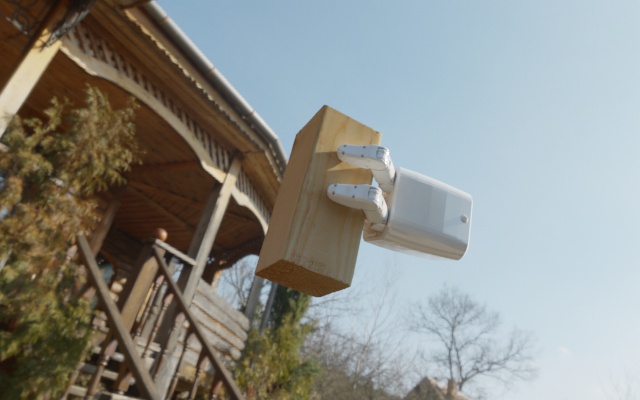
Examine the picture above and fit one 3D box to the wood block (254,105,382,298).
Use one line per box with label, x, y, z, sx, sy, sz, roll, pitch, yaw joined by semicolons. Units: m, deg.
wood block;0.000;0.002;0.588;0.090;0.206;0.091;24;-28;-18
